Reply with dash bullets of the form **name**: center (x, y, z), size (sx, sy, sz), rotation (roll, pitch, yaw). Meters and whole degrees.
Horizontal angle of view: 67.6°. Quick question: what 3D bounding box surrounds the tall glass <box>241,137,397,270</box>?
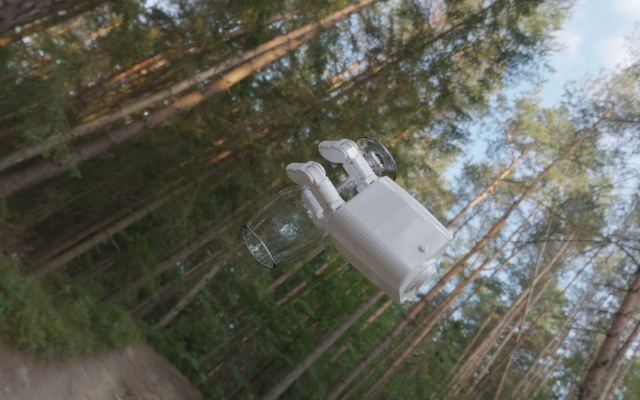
- **tall glass**: center (0.000, 0.001, 0.588), size (0.201, 0.079, 0.079), rotation (-36, 17, -25)
